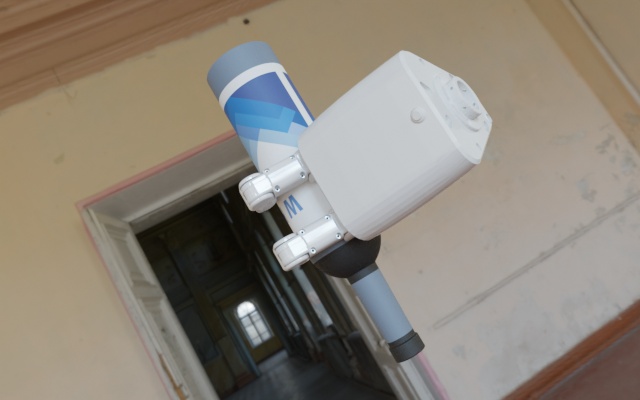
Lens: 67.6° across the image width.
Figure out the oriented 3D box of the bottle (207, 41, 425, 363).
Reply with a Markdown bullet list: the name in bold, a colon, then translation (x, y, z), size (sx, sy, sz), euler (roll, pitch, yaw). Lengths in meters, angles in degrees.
- **bottle**: translation (0.000, 0.001, 0.414), size (0.069, 0.295, 0.069), euler (-30, -9, -5)
